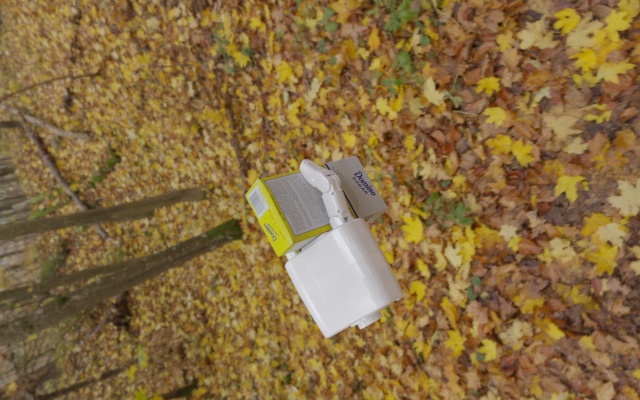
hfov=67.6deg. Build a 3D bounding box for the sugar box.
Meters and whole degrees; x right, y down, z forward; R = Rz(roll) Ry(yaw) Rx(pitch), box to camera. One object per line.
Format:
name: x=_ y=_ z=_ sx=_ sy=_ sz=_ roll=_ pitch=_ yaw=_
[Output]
sugar box: x=0.000 y=0.002 z=0.624 sx=0.176 sy=0.093 sz=0.048 roll=-15 pitch=-20 yaw=-43
